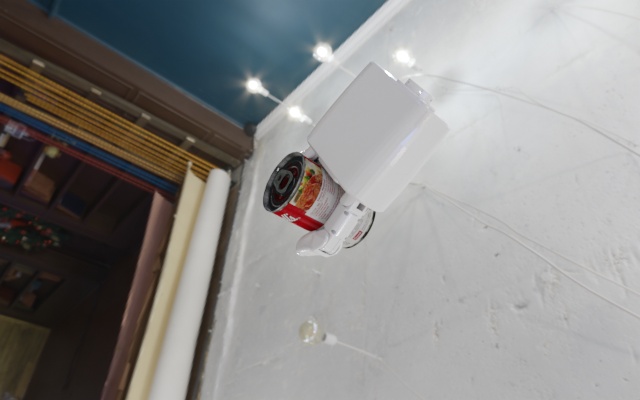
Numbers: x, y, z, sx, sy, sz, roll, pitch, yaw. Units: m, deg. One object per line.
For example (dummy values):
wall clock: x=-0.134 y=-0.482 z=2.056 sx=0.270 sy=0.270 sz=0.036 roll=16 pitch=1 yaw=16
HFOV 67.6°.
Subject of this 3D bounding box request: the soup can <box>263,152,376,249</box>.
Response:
soup can: x=0.000 y=0.002 z=0.505 sx=0.102 sy=0.068 sz=0.068 roll=29 pitch=-15 yaw=-30
